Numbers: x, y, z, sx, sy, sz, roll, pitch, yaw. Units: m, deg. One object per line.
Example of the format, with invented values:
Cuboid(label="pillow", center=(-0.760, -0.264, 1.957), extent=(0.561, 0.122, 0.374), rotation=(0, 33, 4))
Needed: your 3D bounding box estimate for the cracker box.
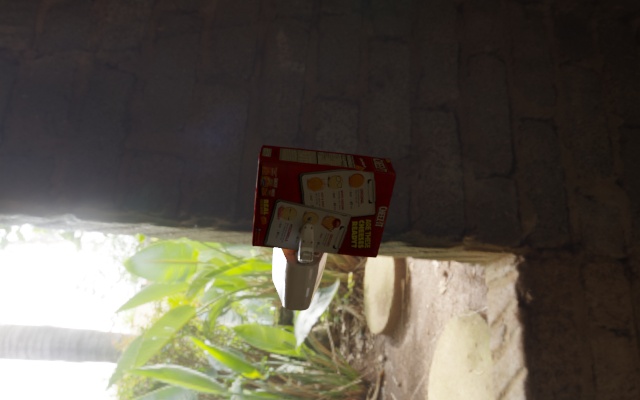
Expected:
Cuboid(label="cracker box", center=(0.000, 0.003, 0.788), extent=(0.214, 0.164, 0.072), rotation=(5, 30, -6))
